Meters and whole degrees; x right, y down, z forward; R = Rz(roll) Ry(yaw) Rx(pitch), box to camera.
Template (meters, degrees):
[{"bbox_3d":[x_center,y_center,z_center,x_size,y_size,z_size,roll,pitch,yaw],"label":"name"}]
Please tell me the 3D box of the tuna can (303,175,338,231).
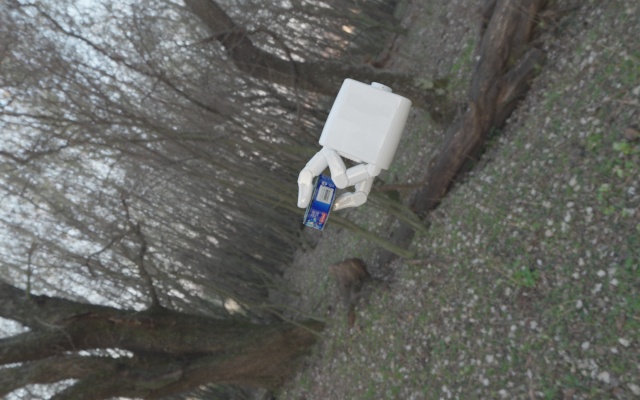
[{"bbox_3d":[0.000,0.002,0.763,0.034,0.086,0.086,18,-1,-4],"label":"tuna can"}]
